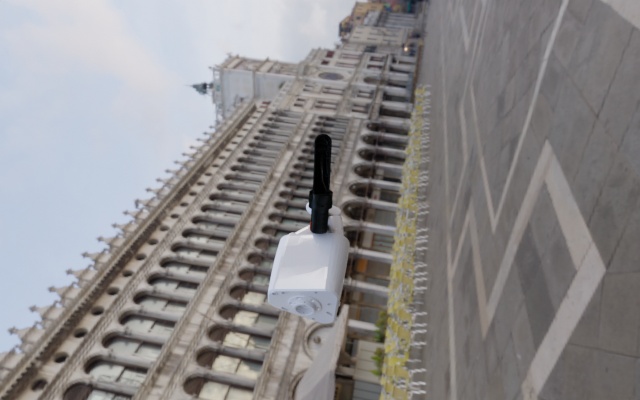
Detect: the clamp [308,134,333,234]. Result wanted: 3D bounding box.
[{"bbox_3d":[-0.001,0.002,0.702,0.039,0.120,0.172,5,-45,4],"label":"clamp"}]
